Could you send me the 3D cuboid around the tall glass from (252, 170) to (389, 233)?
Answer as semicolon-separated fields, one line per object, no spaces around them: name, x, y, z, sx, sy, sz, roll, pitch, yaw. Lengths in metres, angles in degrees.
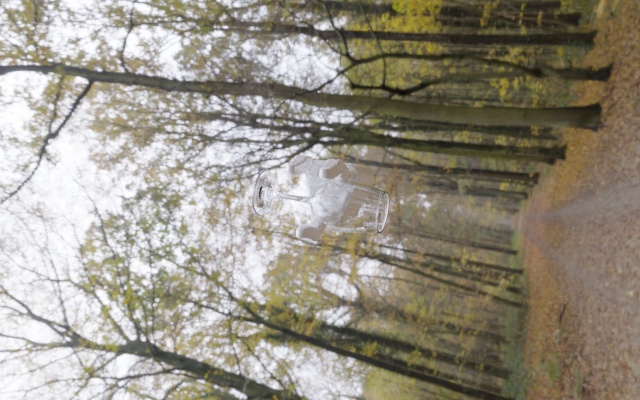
tall glass;-0.001;0.002;0.731;0.201;0.079;0.079;9;3;22
